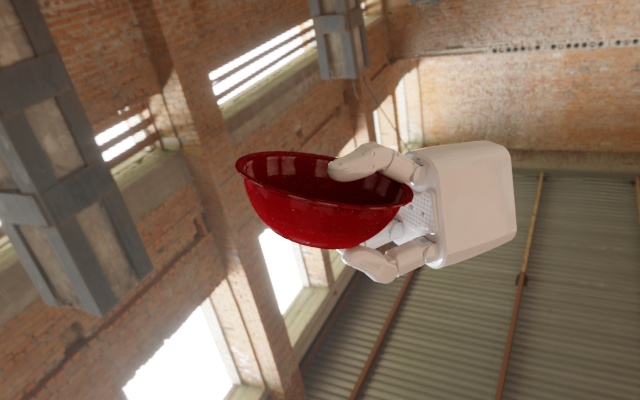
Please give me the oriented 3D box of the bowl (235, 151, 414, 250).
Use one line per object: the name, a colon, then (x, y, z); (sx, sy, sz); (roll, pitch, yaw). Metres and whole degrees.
bowl: (-0.001, 0.002, 0.438); (0.162, 0.055, 0.162); (10, 17, -3)
